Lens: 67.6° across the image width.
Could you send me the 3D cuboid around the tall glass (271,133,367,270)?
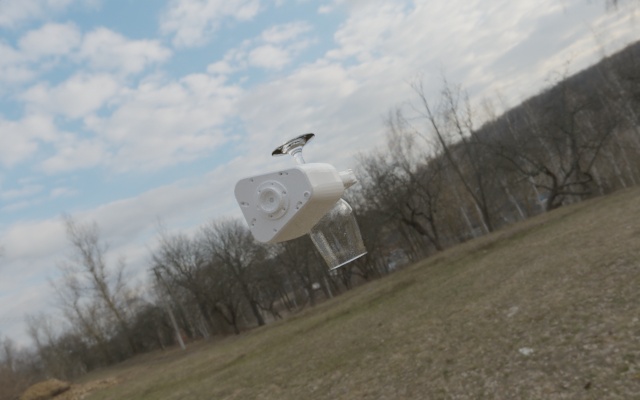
[{"bbox_3d":[0.000,0.002,0.729,0.079,0.201,0.079,-26,-6,-3],"label":"tall glass"}]
